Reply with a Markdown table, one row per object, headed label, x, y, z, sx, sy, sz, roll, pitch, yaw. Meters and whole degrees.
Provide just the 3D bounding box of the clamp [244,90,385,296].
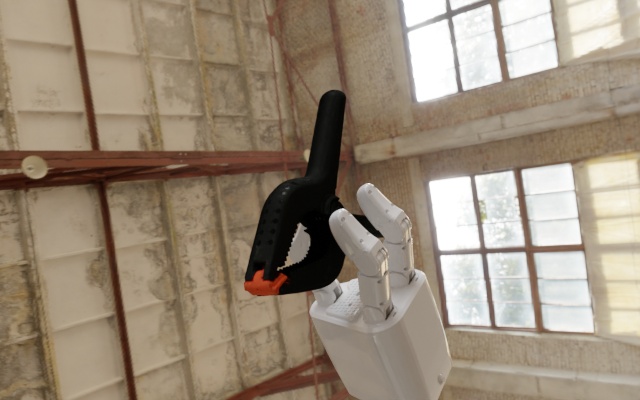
| label | x | y | z | sx | sy | sz | roll | pitch | yaw |
| --- | --- | --- | --- | --- | --- | --- | --- | --- | --- |
| clamp | -0.001 | 0.002 | 0.417 | 0.036 | 0.164 | 0.210 | -12 | 18 | 38 |
